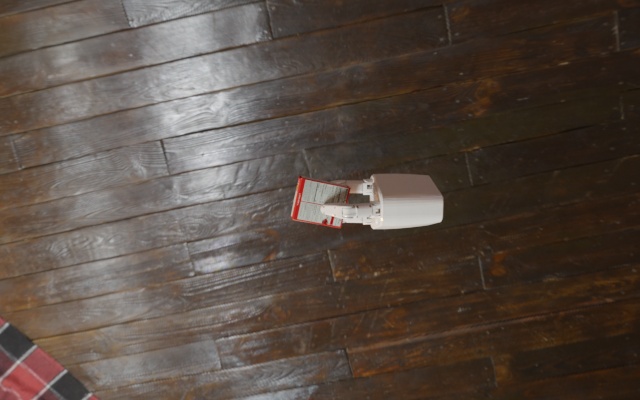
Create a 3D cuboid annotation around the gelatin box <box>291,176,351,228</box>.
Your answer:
[{"bbox_3d":[0.000,0.003,0.814,0.089,0.073,0.030,11,10,-12],"label":"gelatin box"}]
